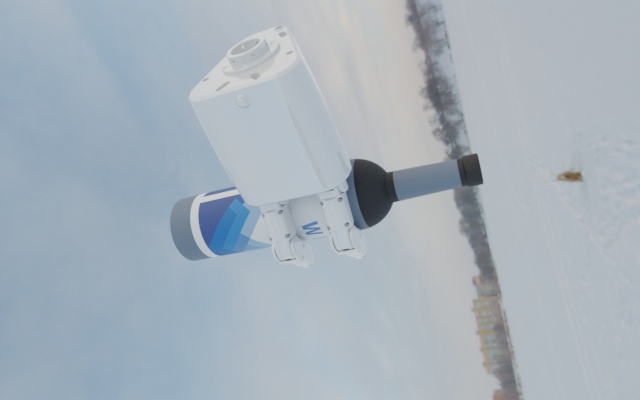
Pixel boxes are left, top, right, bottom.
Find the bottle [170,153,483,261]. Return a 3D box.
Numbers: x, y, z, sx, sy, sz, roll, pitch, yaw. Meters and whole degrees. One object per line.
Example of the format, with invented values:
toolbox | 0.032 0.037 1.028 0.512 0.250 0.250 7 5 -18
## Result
bottle | 0.000 0.002 0.454 0.296 0.069 0.069 -12 -4 18
